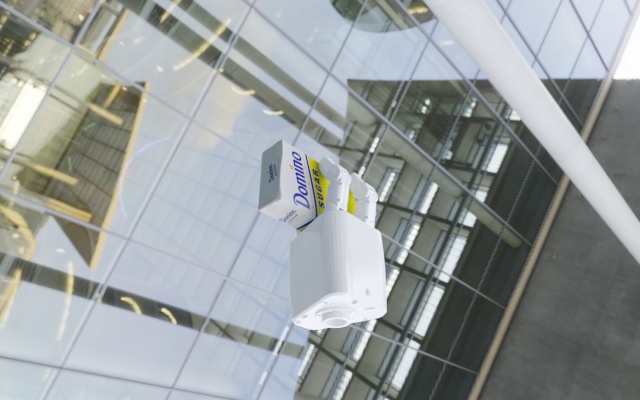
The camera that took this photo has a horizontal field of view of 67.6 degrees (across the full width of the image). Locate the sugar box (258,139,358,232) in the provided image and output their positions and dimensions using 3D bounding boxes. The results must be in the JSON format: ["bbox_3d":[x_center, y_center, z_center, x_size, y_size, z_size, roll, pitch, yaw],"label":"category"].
[{"bbox_3d":[0.001,0.002,0.629,0.048,0.093,0.176,-28,-42,33],"label":"sugar box"}]
